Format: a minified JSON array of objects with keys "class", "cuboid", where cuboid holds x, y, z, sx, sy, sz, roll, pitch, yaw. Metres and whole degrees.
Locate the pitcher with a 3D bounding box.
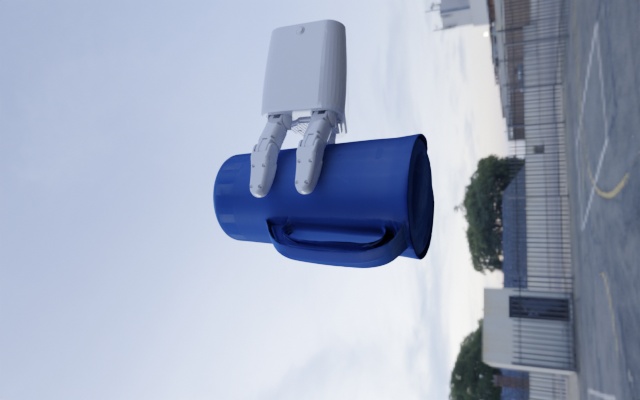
[{"class":"pitcher","cuboid":[0.000,0.002,0.540,0.243,0.145,0.149,0,-9,24]}]
